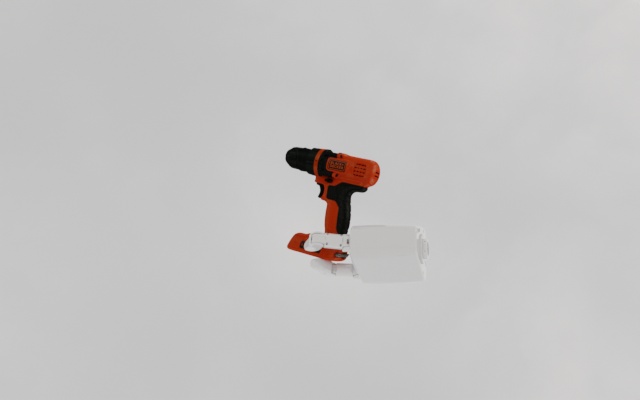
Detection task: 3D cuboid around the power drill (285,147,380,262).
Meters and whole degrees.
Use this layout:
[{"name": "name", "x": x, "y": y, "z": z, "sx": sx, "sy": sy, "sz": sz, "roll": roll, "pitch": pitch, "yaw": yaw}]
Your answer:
[{"name": "power drill", "x": 0.000, "y": 0.003, "z": 0.837, "sx": 0.184, "sy": 0.187, "sz": 0.057, "roll": 14, "pitch": 2, "yaw": 30}]
